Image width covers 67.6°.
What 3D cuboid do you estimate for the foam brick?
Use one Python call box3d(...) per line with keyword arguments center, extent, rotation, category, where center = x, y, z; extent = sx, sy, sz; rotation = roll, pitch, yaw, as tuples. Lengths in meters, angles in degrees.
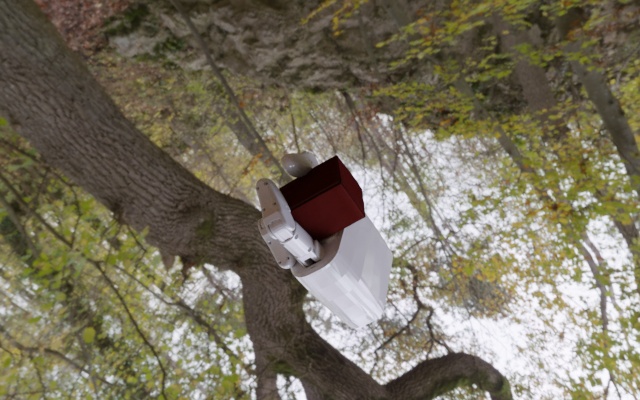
box3d(center=(0.000, 0.001, 0.487), extent=(0.078, 0.051, 0.053), rotation=(-29, 31, 19), category="foam brick")
